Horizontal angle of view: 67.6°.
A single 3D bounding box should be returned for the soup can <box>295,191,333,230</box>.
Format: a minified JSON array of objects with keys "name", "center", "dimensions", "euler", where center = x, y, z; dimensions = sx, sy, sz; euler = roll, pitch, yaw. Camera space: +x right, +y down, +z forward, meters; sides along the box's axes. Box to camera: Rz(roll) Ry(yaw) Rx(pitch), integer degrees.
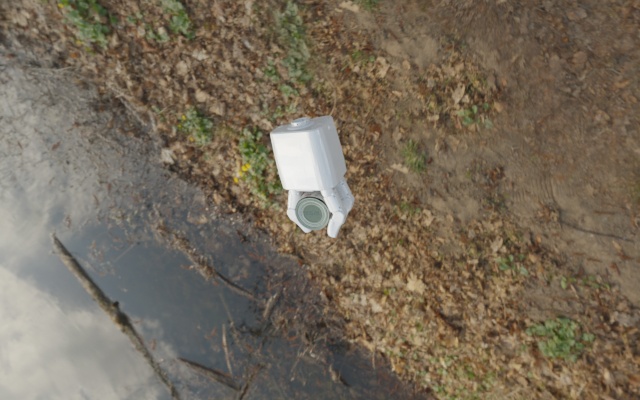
[{"name":"soup can","center":[0.000,0.003,0.885],"dimensions":[0.068,0.068,0.102],"euler":[0,25,19]}]
